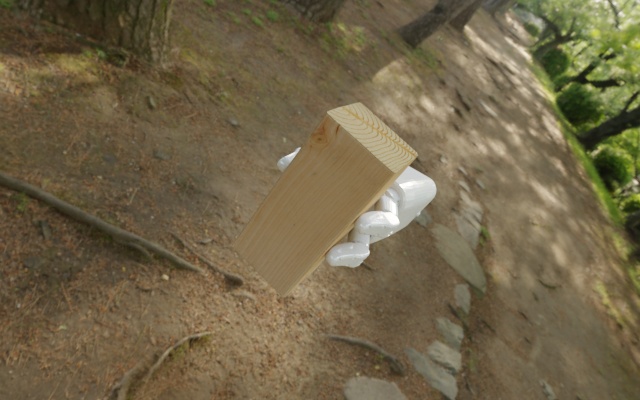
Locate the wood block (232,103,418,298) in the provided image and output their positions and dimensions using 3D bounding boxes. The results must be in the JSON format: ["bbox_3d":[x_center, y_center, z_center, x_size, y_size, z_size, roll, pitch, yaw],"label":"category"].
[{"bbox_3d":[0.000,0.001,0.538,0.206,0.091,0.090,-51,-9,30],"label":"wood block"}]
